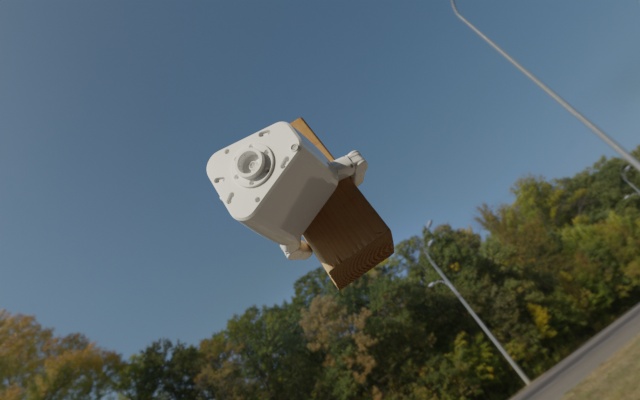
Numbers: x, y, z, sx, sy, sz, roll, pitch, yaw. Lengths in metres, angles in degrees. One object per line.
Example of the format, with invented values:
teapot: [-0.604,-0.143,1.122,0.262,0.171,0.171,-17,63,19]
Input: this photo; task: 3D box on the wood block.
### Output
wood block: [0.000,0.002,0.635,0.091,0.206,0.090,-33,-27,-4]
